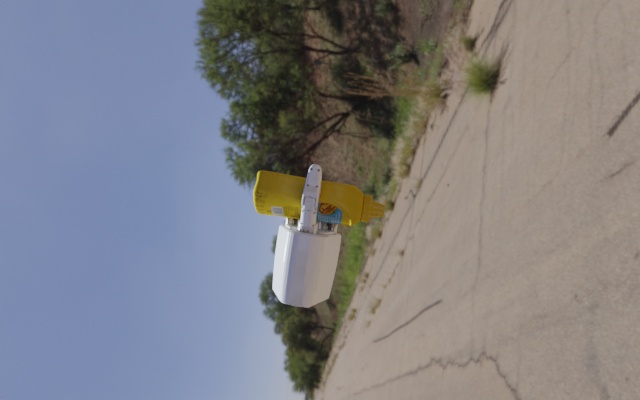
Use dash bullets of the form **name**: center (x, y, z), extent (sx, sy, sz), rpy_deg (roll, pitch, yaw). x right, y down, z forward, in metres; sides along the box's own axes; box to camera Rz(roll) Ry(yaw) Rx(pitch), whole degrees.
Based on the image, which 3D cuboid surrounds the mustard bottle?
- **mustard bottle**: center (0.000, 0.002, 0.714), extent (0.191, 0.058, 0.096), rpy_deg (9, -24, 3)
